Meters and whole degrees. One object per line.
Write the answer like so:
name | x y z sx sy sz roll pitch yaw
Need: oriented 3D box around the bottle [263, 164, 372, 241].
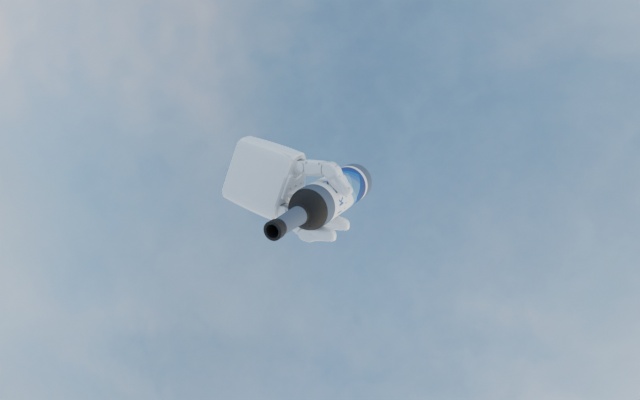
bottle | 0.000 0.002 0.748 0.069 0.069 0.295 0 15 26
